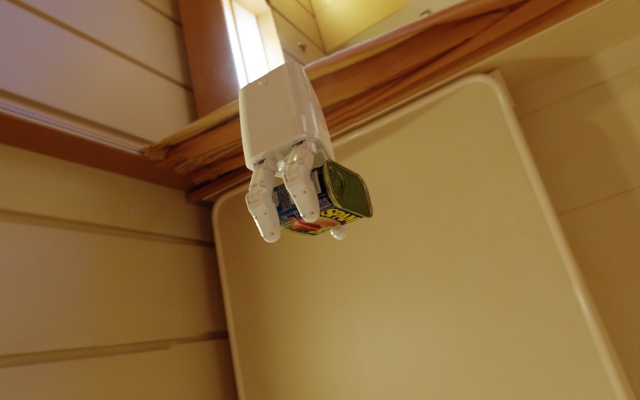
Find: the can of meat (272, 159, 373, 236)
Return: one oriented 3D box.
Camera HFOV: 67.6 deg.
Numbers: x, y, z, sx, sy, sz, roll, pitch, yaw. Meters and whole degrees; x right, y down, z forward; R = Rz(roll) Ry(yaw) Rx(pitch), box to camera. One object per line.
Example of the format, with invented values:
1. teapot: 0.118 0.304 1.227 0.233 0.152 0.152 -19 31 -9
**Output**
1. can of meat: 0.000 0.002 0.556 0.084 0.057 0.102 -22 -21 25
